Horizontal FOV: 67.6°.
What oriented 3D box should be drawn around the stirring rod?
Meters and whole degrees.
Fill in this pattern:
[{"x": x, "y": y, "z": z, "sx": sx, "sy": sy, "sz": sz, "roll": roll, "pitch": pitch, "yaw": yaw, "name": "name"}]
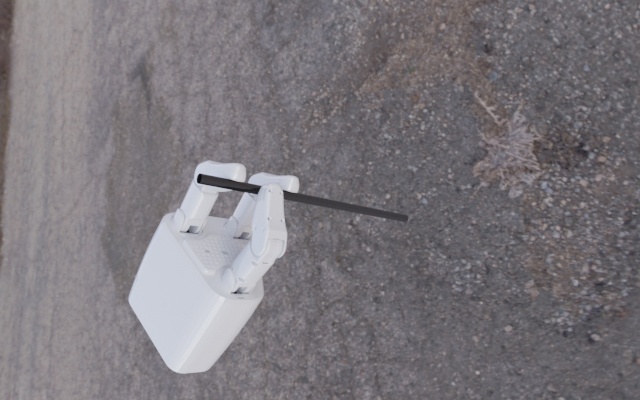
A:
[{"x": 0.000, "y": 0.002, "z": 0.433, "sx": 0.239, "sy": 0.011, "sz": 0.011, "roll": 11, "pitch": -7, "yaw": -40, "name": "stirring rod"}]
